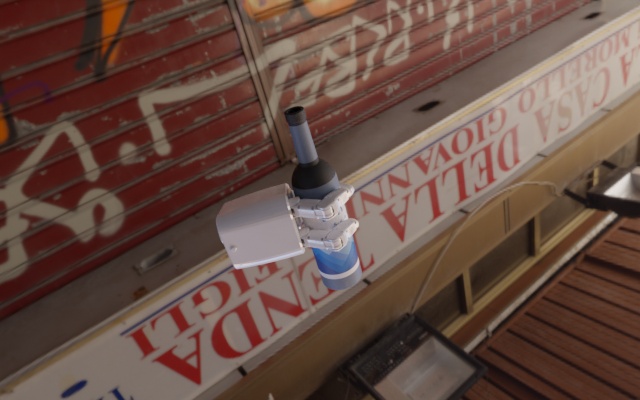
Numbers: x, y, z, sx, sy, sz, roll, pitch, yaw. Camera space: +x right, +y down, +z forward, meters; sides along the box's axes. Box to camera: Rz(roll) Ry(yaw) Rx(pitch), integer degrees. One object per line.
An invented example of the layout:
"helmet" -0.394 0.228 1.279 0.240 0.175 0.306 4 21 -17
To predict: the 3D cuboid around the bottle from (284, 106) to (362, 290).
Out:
"bottle" 0.000 0.002 0.704 0.069 0.296 0.069 -12 31 7
